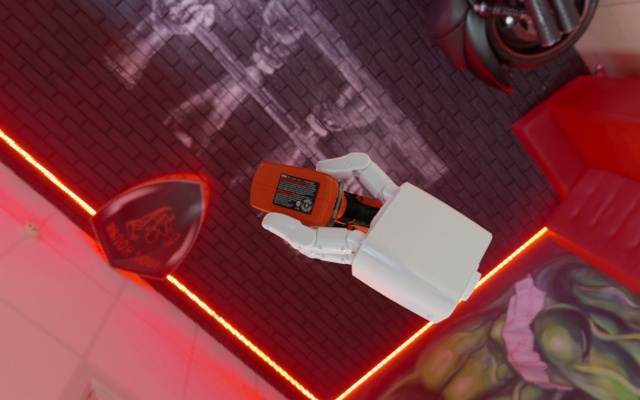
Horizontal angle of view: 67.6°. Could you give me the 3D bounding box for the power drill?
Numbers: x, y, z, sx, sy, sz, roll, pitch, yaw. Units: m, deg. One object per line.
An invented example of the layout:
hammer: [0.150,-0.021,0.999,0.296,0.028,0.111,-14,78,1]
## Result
power drill: [0.000,0.002,0.584,0.184,0.057,0.188,12,-2,31]
